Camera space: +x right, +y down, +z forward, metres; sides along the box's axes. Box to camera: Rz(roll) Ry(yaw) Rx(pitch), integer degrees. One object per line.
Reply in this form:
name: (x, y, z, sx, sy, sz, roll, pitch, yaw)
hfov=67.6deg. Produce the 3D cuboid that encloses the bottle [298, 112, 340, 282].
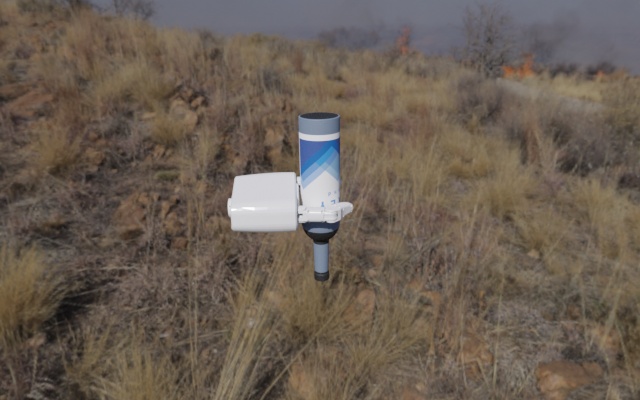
bottle: (0.000, 0.002, 0.813, 0.069, 0.296, 0.069, -1, 21, 0)
